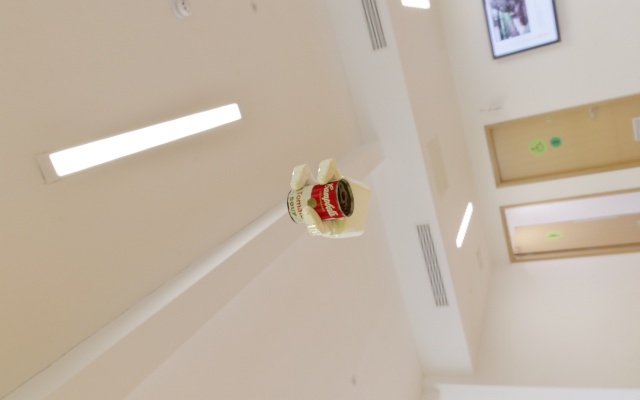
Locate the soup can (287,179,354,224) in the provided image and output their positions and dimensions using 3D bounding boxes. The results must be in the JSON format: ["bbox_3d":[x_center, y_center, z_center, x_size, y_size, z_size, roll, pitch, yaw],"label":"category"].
[{"bbox_3d":[0.000,0.003,0.851,0.102,0.068,0.068,-10,-5,27],"label":"soup can"}]
